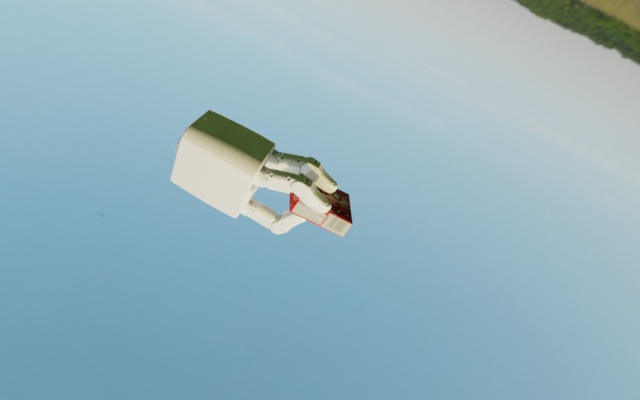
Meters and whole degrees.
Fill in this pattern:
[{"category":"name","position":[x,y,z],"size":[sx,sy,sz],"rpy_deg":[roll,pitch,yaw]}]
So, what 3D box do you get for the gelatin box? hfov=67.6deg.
[{"category":"gelatin box","position":[0.000,0.003,0.666],"size":[0.089,0.030,0.073],"rpy_deg":[27,30,-19]}]
